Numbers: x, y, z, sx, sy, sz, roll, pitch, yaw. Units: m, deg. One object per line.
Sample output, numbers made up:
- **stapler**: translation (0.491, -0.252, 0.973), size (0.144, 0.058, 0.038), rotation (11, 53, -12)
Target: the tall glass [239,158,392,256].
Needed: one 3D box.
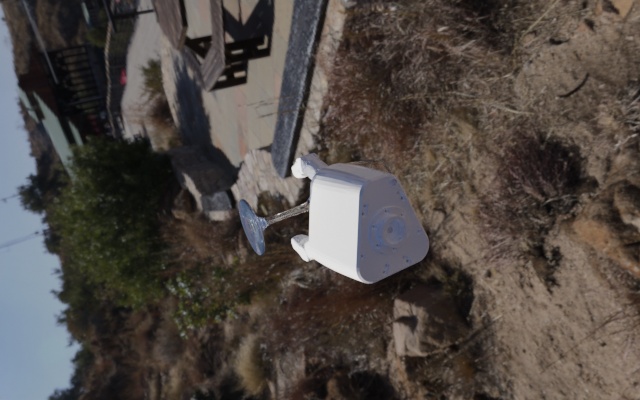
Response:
- **tall glass**: translation (-0.001, 0.002, 0.629), size (0.201, 0.079, 0.079), rotation (-20, 8, -23)
